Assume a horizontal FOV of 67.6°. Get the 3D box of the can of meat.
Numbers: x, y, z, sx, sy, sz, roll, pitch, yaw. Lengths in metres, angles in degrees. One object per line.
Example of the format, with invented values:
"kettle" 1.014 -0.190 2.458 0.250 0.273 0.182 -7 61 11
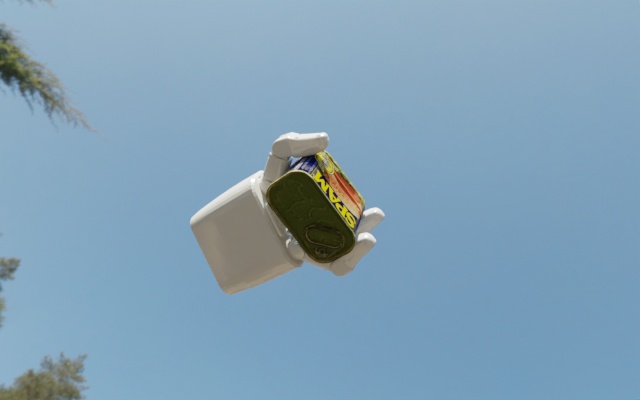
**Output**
"can of meat" 0.000 0.001 0.509 0.057 0.102 0.084 -31 13 26
